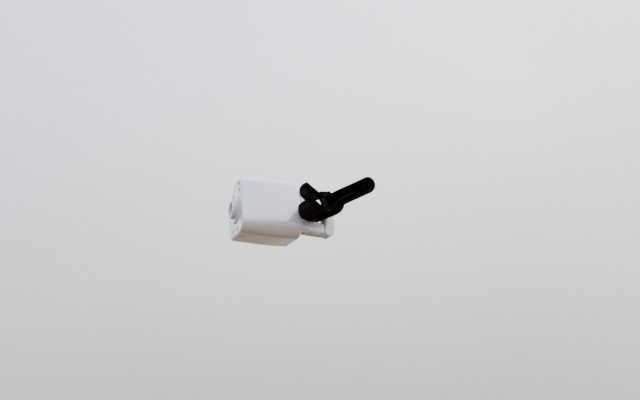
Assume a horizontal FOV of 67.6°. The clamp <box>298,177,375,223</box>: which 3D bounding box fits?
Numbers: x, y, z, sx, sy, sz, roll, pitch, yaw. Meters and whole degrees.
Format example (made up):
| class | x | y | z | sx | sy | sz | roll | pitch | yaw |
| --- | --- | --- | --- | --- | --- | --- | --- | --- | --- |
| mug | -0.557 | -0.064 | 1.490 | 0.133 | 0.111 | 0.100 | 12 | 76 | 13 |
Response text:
| class | x | y | z | sx | sy | sz | roll | pitch | yaw |
| --- | --- | --- | --- | --- | --- | --- | --- | --- | --- |
| clamp | 0.000 | 0.002 | 0.781 | 0.120 | 0.039 | 0.171 | 3 | -23 | -25 |
